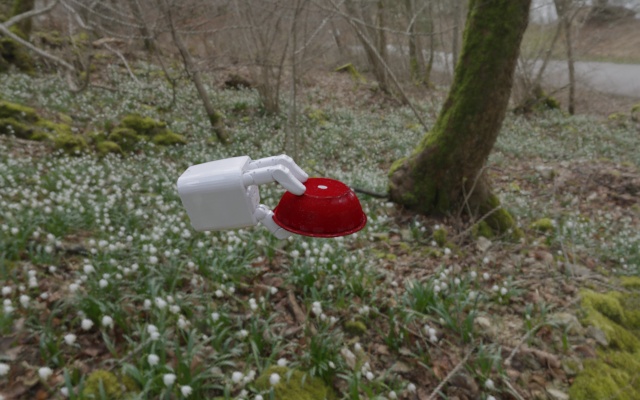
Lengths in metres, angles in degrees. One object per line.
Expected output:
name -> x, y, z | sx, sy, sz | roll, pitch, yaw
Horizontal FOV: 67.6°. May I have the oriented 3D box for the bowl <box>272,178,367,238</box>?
bowl -> 0.001, 0.002, 0.796 | 0.162, 0.055, 0.162 | 3, 22, -1
